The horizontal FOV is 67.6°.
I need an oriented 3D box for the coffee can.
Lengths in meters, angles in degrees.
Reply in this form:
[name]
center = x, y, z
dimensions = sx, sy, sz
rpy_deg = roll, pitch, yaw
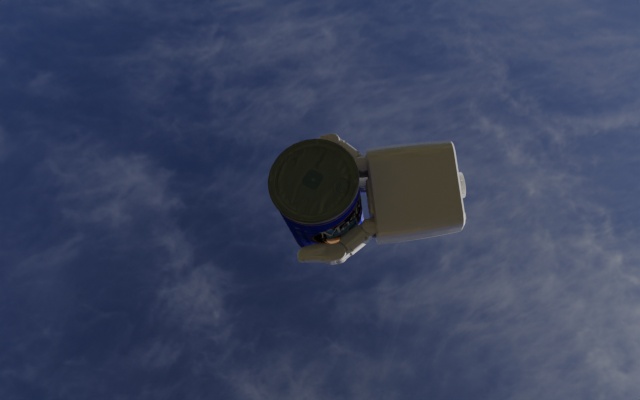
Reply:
[coffee can]
center = 0.000, 0.002, 0.592
dimensions = 0.103, 0.102, 0.140
rpy_deg = 0, -22, 7
